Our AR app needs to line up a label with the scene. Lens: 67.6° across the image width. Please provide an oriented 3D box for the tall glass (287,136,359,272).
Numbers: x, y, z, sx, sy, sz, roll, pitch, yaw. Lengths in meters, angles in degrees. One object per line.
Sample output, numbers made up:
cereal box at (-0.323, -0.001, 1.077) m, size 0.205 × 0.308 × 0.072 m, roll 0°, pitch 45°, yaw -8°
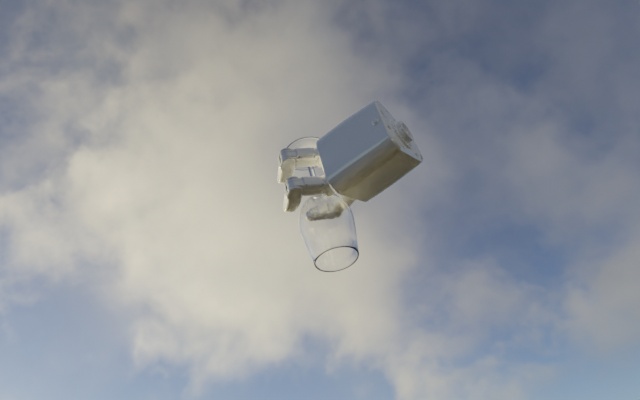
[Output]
tall glass at (0.000, 0.002, 0.692) m, size 0.079 × 0.201 × 0.079 m, roll -10°, pitch -37°, yaw -8°
